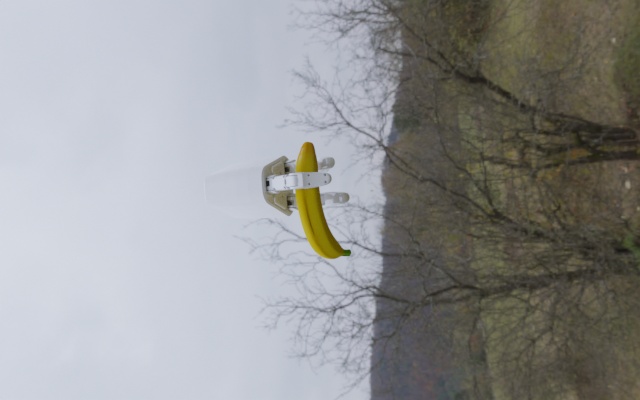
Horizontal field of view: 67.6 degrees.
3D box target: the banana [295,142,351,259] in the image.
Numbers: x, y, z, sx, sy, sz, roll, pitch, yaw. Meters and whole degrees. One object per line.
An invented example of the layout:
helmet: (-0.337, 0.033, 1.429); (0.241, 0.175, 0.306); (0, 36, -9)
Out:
banana: (-0.006, 0.013, 0.718); (0.037, 0.198, 0.069); (-7, 21, 29)
